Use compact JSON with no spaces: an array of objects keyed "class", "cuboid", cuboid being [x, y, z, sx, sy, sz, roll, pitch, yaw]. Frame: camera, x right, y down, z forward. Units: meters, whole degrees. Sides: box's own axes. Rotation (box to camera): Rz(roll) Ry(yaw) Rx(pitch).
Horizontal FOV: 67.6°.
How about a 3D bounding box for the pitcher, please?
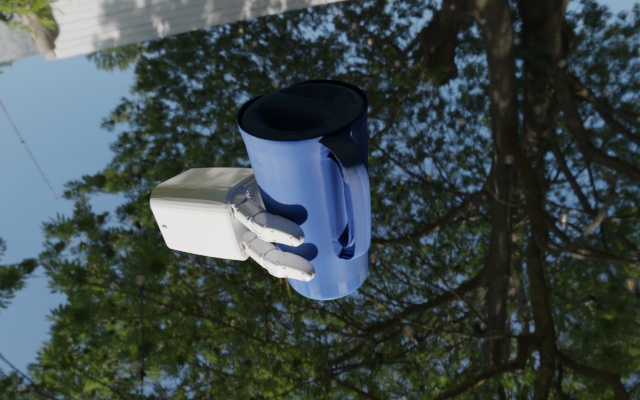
[{"class":"pitcher","cuboid":[0.000,0.002,0.538,0.145,0.243,0.149,3,38,17]}]
